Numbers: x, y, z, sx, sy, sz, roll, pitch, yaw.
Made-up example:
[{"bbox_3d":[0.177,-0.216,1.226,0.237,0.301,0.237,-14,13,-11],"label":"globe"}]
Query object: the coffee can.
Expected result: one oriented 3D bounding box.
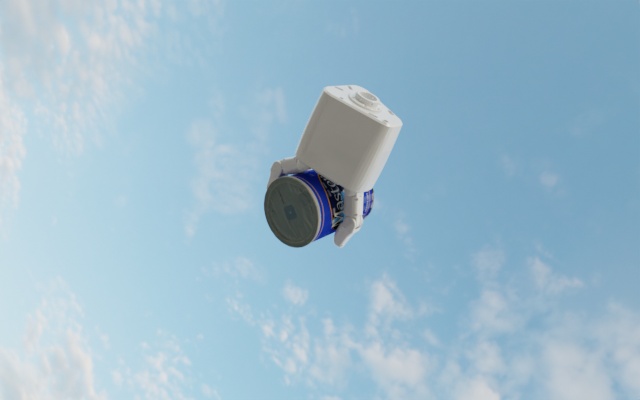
[{"bbox_3d":[0.000,0.003,0.718,0.103,0.103,0.140,0,12,39],"label":"coffee can"}]
